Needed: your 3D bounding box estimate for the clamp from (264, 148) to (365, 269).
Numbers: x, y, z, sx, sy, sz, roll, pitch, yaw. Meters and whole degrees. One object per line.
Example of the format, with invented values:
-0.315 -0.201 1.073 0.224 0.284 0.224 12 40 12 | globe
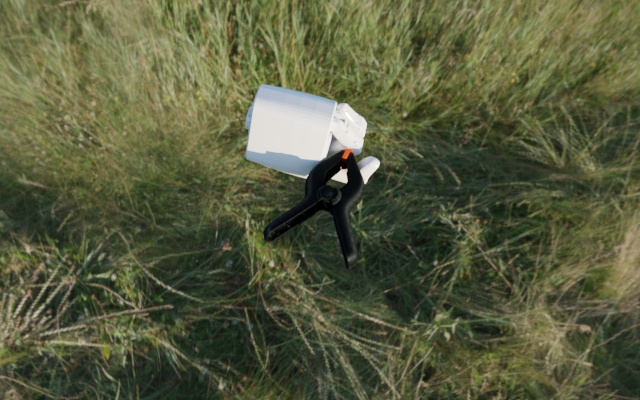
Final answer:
0.000 0.002 0.619 0.120 0.171 0.039 13 -35 1 | clamp
